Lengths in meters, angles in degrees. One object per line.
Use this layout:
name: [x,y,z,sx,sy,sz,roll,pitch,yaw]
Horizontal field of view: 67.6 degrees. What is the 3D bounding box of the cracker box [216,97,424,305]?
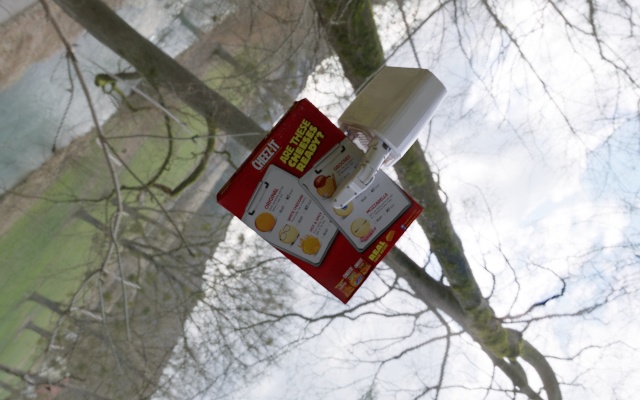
cracker box: [0.000,0.002,0.615,0.214,0.164,0.072,41,-4,-16]
